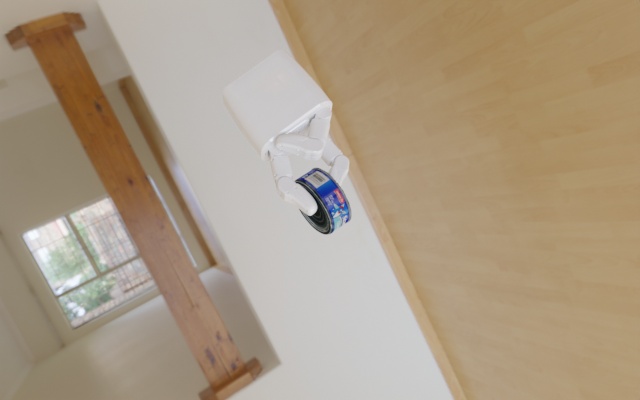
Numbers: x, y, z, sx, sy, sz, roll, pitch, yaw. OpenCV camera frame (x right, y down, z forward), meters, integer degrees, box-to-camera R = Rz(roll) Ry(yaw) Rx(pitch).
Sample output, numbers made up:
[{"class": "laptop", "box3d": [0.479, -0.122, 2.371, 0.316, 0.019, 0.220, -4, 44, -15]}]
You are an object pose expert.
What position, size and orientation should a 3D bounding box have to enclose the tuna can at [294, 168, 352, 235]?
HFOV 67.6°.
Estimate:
[{"class": "tuna can", "box3d": [0.000, 0.002, 0.628, 0.033, 0.086, 0.086, -34, 14, -23]}]
